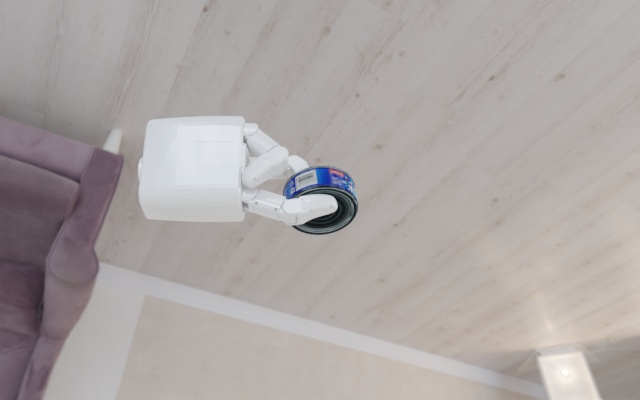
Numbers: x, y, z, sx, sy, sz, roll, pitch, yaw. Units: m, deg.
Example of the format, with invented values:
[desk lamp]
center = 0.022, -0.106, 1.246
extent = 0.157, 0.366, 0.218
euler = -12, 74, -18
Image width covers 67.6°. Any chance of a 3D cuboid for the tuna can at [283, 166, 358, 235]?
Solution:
[tuna can]
center = 0.000, 0.002, 0.550
extent = 0.086, 0.033, 0.086
euler = -4, -42, -4
